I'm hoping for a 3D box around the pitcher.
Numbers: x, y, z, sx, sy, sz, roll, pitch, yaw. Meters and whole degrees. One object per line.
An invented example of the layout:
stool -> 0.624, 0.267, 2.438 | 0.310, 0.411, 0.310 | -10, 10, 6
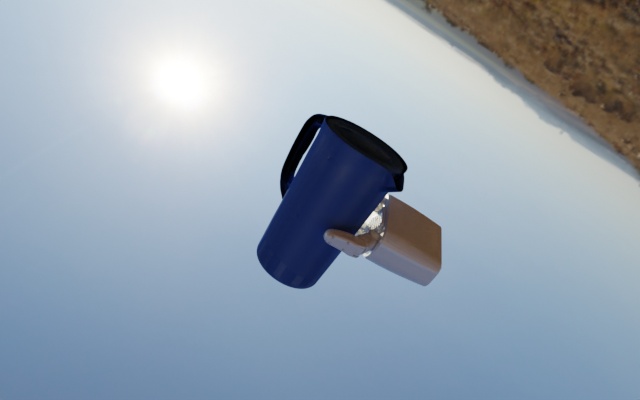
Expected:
pitcher -> 0.000, 0.002, 0.699 | 0.145, 0.243, 0.149 | 28, 23, -13
